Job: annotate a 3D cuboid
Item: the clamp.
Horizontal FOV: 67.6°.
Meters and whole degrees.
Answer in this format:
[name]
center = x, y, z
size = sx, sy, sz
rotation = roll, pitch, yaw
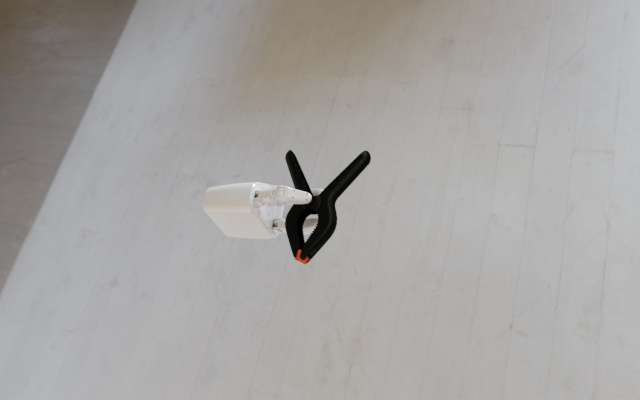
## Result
[clamp]
center = -0.001, 0.003, 0.804
size = 0.164, 0.210, 0.036
rotation = -4, -23, 28
